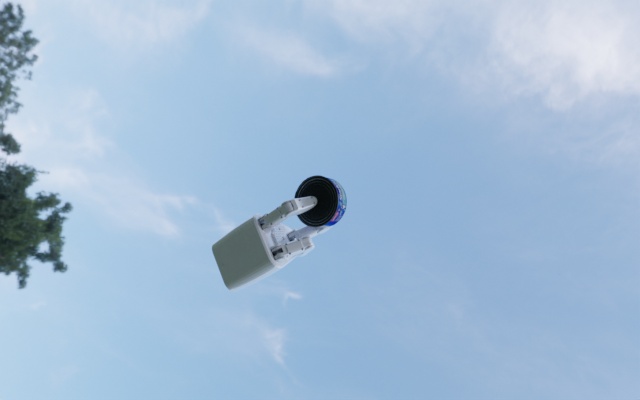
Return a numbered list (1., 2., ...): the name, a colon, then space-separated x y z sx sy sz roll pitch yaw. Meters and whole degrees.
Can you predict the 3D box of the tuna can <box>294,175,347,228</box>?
1. tuna can: 0.000 0.003 0.794 0.086 0.086 0.034 0 -5 31
